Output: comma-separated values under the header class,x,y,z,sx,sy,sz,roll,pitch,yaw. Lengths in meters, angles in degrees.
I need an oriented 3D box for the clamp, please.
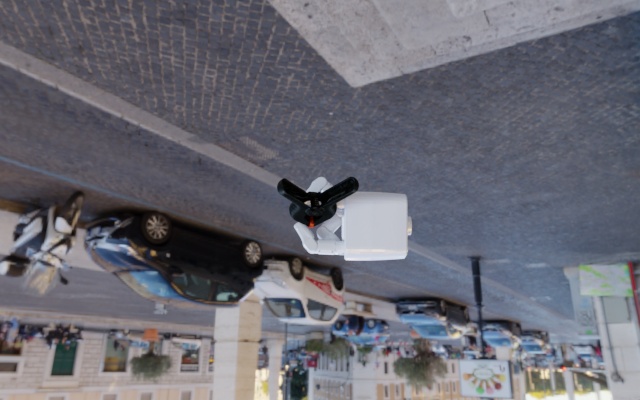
class,x,y,z,sx,sy,sz,roll,pitch,yaw
clamp,0.000,0.003,0.765,0.120,0.039,0.171,1,-19,3
